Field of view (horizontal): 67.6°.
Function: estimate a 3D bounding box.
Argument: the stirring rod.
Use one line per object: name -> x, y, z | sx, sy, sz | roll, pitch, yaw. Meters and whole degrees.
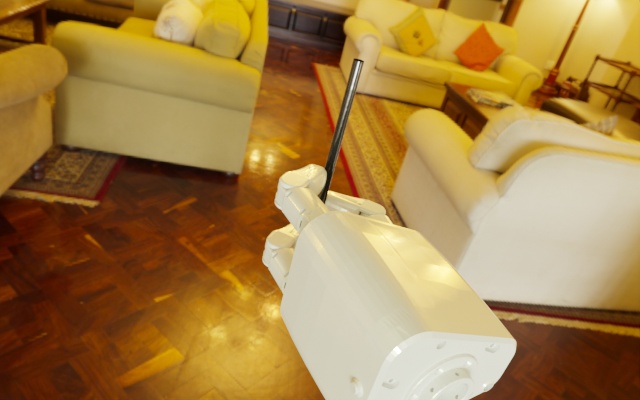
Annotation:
stirring rod -> 0.000, 0.001, 0.400 | 0.011, 0.240, 0.011 | 11, 29, -7
